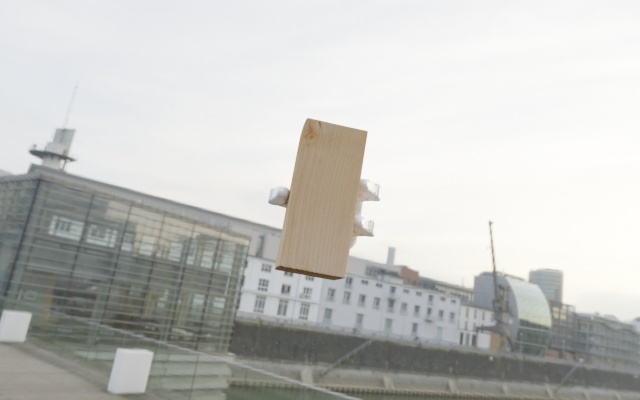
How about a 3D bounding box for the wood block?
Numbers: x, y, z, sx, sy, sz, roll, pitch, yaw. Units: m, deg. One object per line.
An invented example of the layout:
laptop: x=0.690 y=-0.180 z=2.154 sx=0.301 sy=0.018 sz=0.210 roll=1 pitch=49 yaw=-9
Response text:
wood block: x=0.000 y=0.002 z=0.678 sx=0.091 sy=0.206 sz=0.090 roll=11 pitch=-13 yaw=-7
